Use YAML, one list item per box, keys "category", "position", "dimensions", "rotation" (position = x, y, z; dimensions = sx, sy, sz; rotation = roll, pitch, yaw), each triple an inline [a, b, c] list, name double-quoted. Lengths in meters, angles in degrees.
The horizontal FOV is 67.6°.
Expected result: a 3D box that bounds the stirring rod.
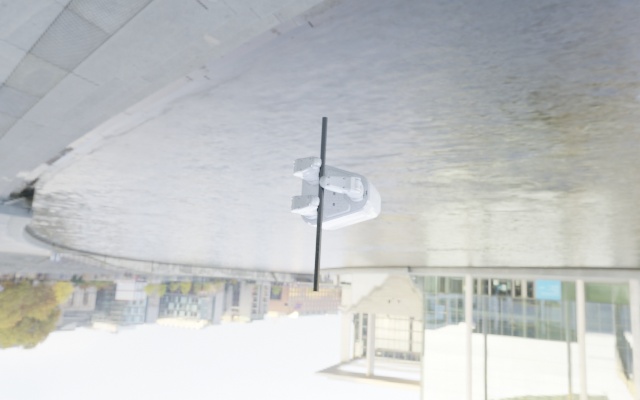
- category: "stirring rod"
  position: [0.000, 0.002, 0.652]
  dimensions: [0.011, 0.239, 0.011]
  rotation: [3, -9, 0]
